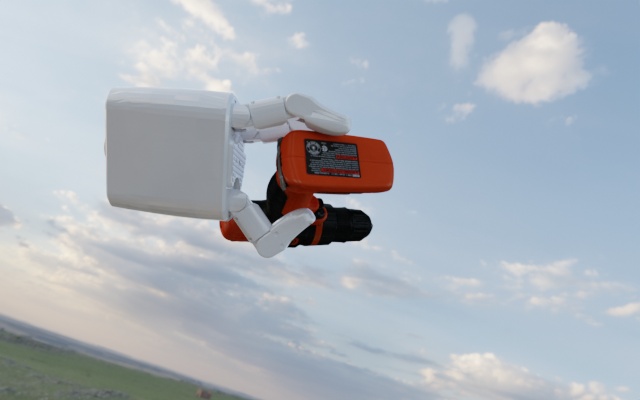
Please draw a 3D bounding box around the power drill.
[{"bbox_3d":[0.000,0.001,0.497,0.184,0.057,0.188,1,-25,-22],"label":"power drill"}]
